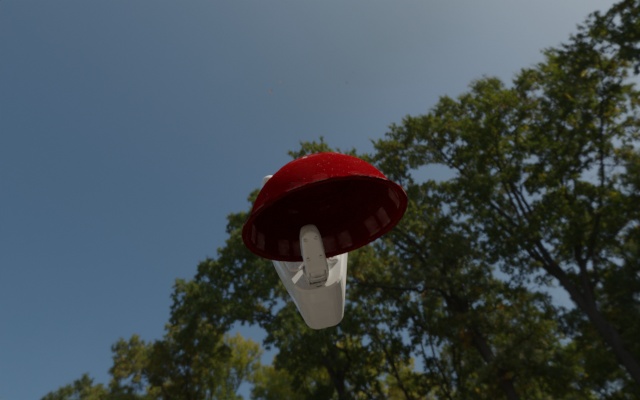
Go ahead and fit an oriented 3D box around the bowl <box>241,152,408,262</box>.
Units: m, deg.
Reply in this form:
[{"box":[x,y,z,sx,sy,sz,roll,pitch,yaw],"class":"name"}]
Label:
[{"box":[0.000,0.000,0.469,0.162,0.055,0.162,-11,-29,-6],"class":"bowl"}]
